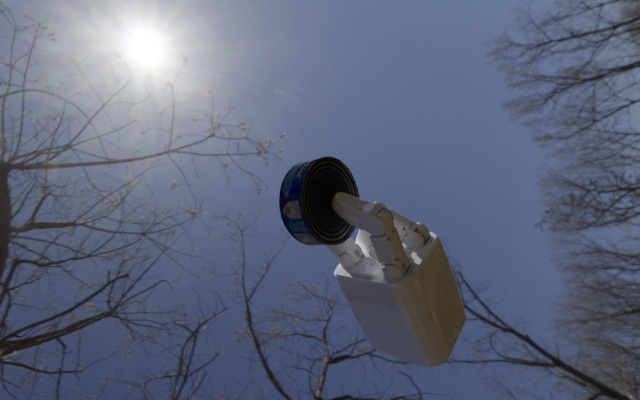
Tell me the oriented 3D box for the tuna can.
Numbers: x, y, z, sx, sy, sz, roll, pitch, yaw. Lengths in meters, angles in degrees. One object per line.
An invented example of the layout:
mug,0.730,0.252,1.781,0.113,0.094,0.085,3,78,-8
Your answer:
tuna can,0.000,0.002,0.469,0.034,0.086,0.086,-6,-4,41
